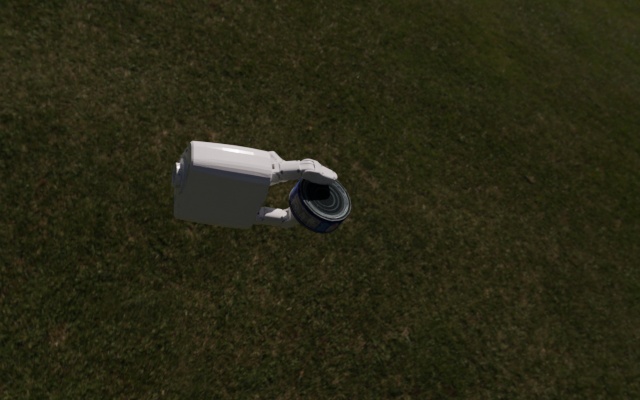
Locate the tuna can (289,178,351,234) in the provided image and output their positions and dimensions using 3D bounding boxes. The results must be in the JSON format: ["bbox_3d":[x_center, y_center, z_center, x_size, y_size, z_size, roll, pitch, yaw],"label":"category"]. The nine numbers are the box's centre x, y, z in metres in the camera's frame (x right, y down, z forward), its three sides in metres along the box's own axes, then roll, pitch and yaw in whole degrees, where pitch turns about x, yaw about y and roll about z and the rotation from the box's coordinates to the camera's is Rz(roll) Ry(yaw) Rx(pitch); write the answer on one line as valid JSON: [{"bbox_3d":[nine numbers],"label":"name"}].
[{"bbox_3d":[0.000,0.002,0.679,0.086,0.086,0.034,0,-33,-35],"label":"tuna can"}]
